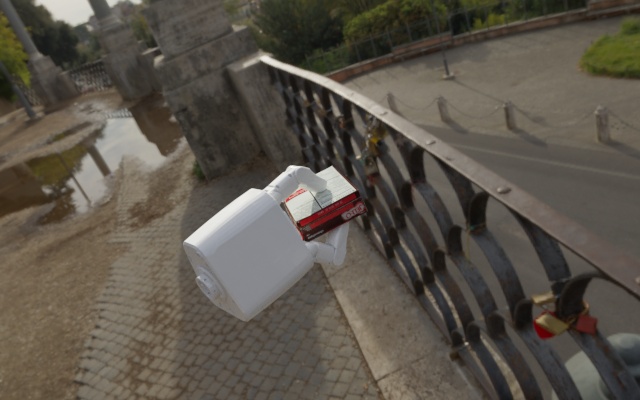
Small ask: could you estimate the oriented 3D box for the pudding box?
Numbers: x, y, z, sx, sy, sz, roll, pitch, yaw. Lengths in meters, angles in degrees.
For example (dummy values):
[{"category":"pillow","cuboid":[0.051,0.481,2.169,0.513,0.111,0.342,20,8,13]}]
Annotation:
[{"category":"pudding box","cuboid":[0.000,0.002,0.633,0.090,0.039,0.113,-26,27,-5]}]
